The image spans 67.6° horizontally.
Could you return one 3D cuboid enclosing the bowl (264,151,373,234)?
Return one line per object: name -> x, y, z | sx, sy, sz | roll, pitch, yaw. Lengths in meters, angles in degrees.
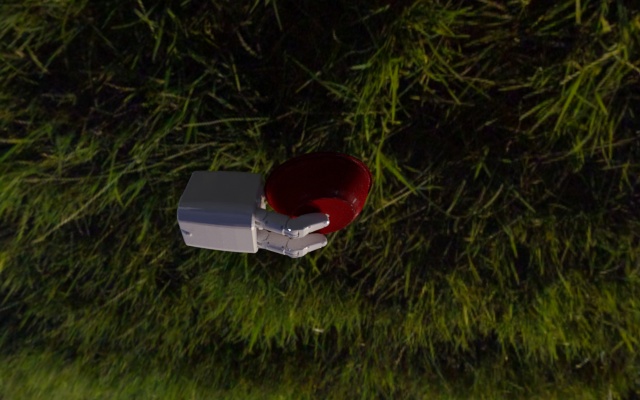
bowl -> 0.001, 0.002, 0.689 | 0.162, 0.055, 0.162 | -6, -36, -4
